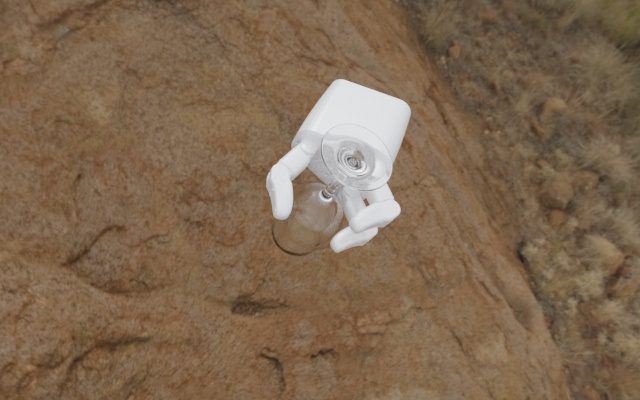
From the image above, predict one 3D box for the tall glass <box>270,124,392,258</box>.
[{"bbox_3d":[0.000,0.002,0.532,0.079,0.079,0.201,0,-26,-23],"label":"tall glass"}]
